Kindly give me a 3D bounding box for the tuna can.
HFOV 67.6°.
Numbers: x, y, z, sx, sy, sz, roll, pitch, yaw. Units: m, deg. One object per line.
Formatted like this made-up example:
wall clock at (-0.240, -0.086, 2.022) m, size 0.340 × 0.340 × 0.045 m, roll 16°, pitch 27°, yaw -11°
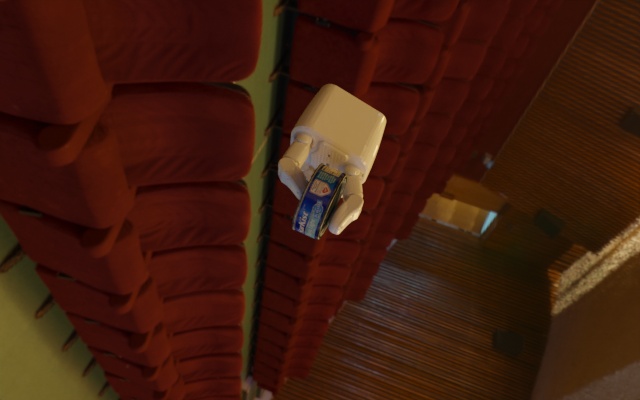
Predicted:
tuna can at (0.001, 0.002, 0.560) m, size 0.034 × 0.086 × 0.086 m, roll 24°, pitch 3°, yaw 7°
